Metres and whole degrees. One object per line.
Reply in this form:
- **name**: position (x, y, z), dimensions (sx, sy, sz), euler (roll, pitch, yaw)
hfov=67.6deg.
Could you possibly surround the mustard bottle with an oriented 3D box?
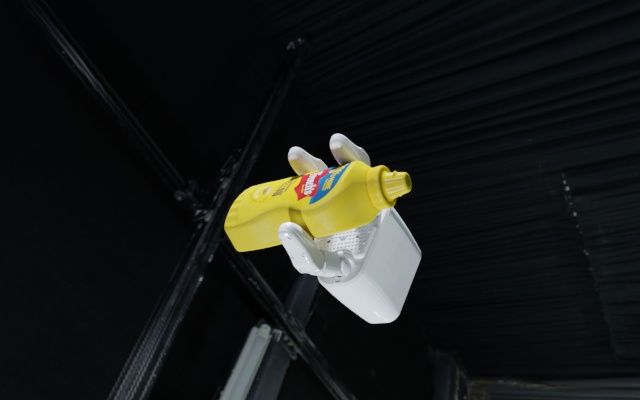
- **mustard bottle**: position (0.000, 0.001, 0.484), dimensions (0.191, 0.058, 0.096), euler (-12, 23, 31)
